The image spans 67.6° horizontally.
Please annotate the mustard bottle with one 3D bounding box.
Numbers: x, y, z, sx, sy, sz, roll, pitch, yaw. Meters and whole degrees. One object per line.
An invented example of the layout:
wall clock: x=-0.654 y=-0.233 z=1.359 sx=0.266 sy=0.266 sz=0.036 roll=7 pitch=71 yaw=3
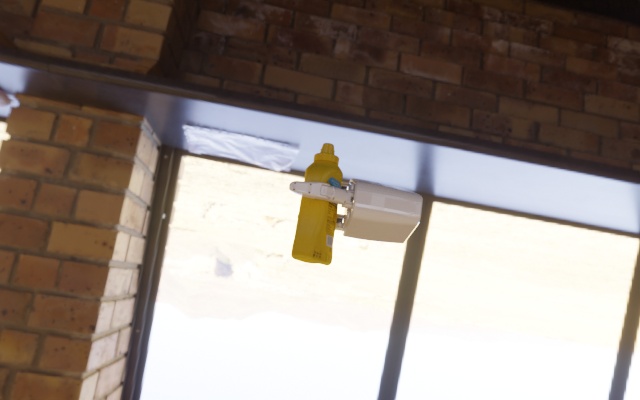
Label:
mustard bottle: x=0.000 y=0.003 z=0.752 sx=0.058 sy=0.191 sz=0.096 roll=5 pitch=-11 yaw=21
